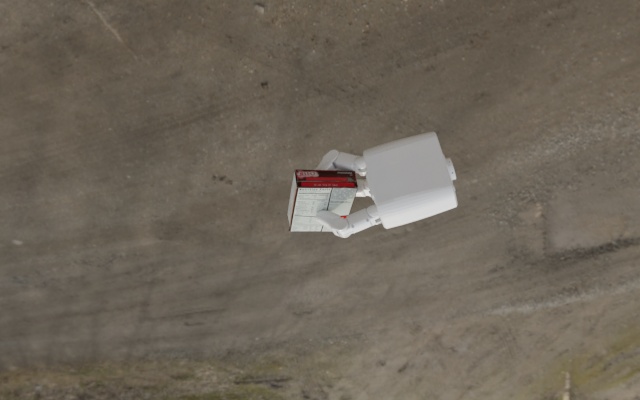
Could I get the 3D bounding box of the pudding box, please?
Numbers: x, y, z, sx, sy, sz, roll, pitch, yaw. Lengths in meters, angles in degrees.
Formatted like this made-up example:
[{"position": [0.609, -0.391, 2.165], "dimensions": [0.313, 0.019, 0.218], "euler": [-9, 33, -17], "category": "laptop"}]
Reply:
[{"position": [0.000, 0.002, 0.713], "dimensions": [0.090, 0.039, 0.114], "euler": [1, -41, -11], "category": "pudding box"}]
